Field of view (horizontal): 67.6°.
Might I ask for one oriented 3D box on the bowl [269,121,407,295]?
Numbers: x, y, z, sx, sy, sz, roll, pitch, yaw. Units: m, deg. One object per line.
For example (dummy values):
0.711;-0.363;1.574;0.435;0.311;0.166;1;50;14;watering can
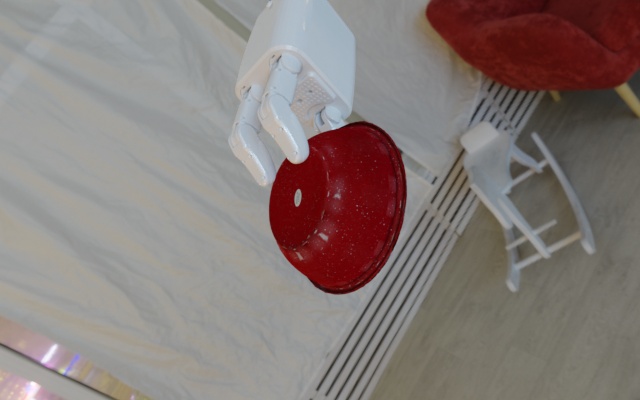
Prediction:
0.000;0.002;0.426;0.055;0.162;0.162;12;-7;-36;bowl
